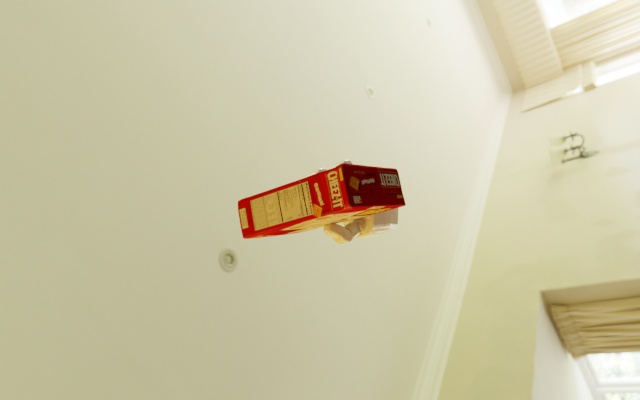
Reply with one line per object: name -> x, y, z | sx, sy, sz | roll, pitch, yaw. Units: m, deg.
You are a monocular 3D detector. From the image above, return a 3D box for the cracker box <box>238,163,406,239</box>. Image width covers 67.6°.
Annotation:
cracker box -> 0.000, 0.003, 0.761 | 0.214, 0.072, 0.164 | -17, -9, 35
